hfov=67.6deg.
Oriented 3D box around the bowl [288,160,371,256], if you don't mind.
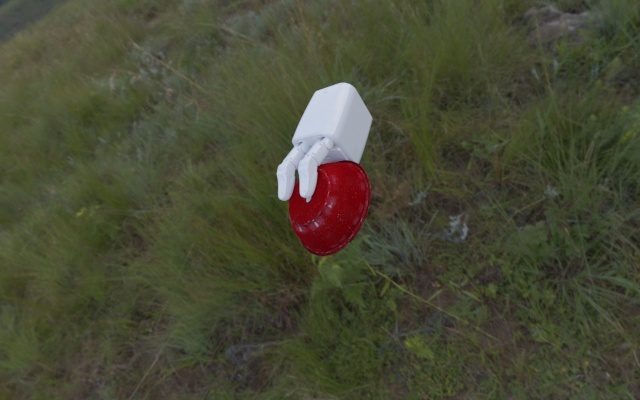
[{"bbox_3d":[0.000,0.003,0.743,0.055,0.162,0.162,24,-16,-38],"label":"bowl"}]
